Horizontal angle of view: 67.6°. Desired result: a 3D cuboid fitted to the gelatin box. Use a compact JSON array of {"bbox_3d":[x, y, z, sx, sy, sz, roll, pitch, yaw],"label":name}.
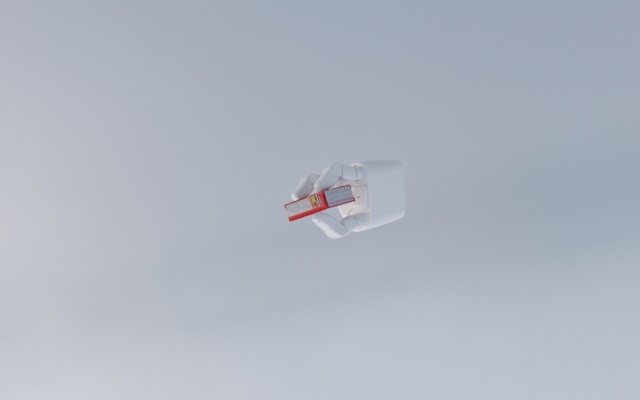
[{"bbox_3d":[0.000,0.003,0.724,0.073,0.030,0.089,-19,-2,32],"label":"gelatin box"}]
